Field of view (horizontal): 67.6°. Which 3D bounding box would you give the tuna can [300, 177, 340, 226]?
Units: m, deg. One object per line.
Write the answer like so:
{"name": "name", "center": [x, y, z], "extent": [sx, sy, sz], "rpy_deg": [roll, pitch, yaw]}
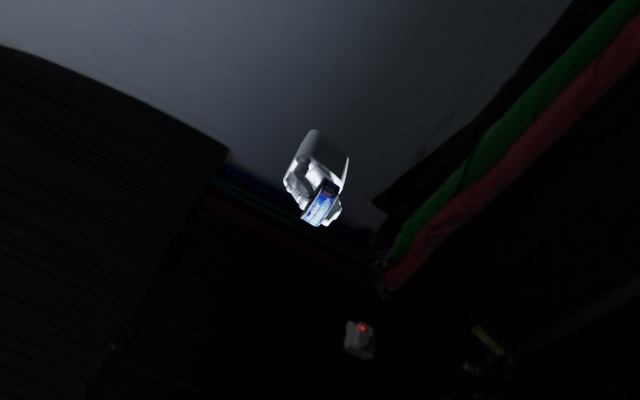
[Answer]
{"name": "tuna can", "center": [0.001, 0.003, 0.851], "extent": [0.034, 0.086, 0.086], "rpy_deg": [31, -4, -6]}
